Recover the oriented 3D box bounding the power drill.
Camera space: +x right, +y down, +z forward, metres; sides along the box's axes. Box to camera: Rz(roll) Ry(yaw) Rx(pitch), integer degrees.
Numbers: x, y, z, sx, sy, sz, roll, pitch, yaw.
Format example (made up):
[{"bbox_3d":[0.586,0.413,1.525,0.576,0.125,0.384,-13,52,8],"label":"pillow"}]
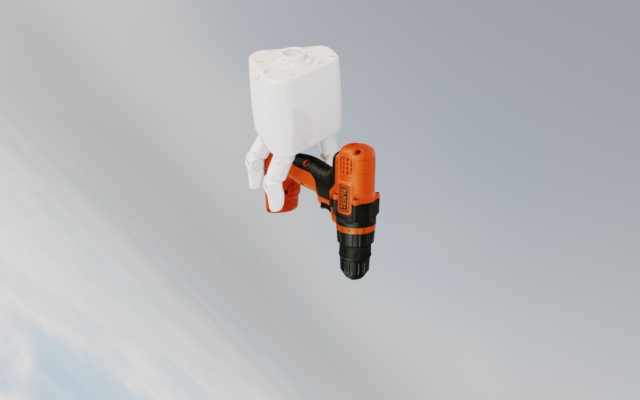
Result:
[{"bbox_3d":[0.000,0.002,0.664,0.187,0.184,0.057,17,23,42],"label":"power drill"}]
